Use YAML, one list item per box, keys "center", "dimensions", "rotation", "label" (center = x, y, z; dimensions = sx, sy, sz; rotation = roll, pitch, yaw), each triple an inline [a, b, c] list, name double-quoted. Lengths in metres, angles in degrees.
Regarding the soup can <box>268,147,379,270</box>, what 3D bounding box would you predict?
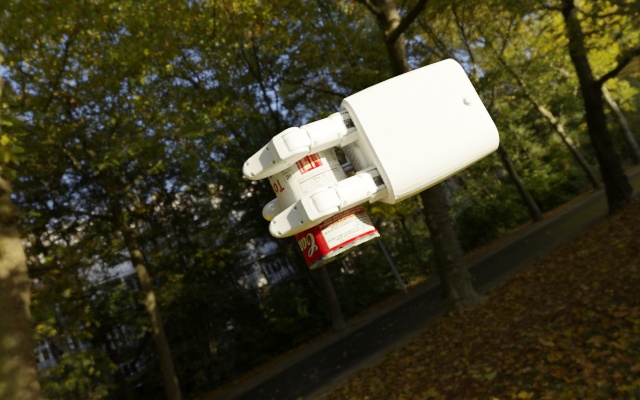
- center: [-0.001, 0.001, 0.428]
  dimensions: [0.068, 0.102, 0.068]
  rotation: [-25, -10, -5]
  label: "soup can"
